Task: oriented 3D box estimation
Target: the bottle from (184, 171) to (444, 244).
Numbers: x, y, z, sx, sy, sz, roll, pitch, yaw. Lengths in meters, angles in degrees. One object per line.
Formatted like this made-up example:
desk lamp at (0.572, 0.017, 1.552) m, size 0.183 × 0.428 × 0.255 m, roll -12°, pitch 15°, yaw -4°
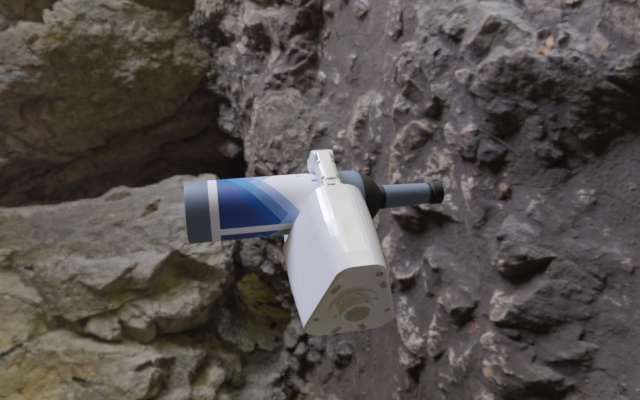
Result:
bottle at (0.000, 0.002, 0.543) m, size 0.296 × 0.069 × 0.069 m, roll -5°, pitch 1°, yaw -13°
